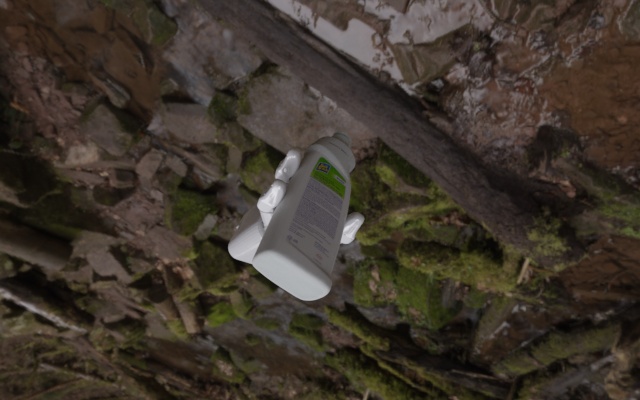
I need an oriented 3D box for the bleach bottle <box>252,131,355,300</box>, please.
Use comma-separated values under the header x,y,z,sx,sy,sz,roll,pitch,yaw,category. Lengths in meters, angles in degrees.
x,y,z,sx,sy,sz,roll,pitch,yaw,category
0.000,0.002,0.649,0.102,0.250,0.068,38,-40,-18,bleach bottle
